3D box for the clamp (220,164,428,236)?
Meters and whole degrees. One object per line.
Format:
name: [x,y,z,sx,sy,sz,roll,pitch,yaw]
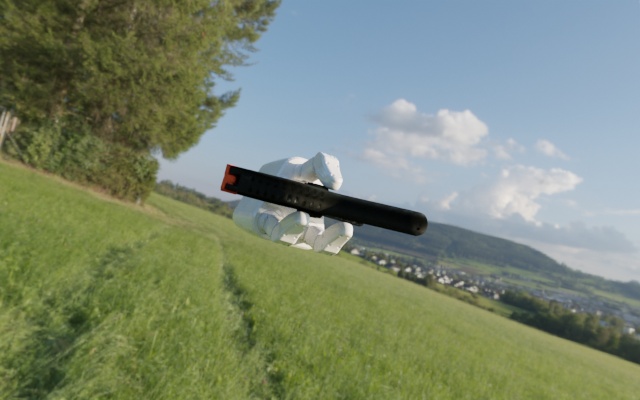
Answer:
clamp: [0.000,0.001,0.519,0.210,0.036,0.164,16,-5,-25]
